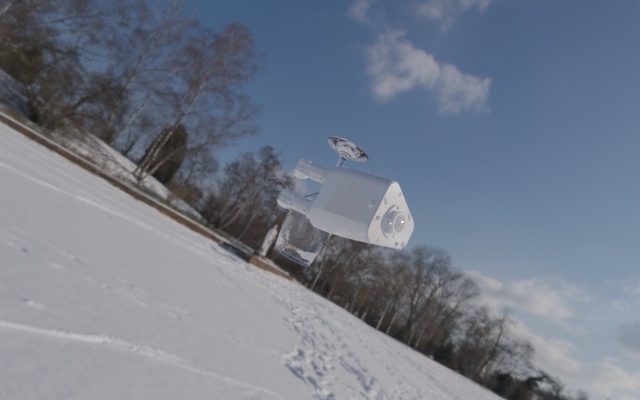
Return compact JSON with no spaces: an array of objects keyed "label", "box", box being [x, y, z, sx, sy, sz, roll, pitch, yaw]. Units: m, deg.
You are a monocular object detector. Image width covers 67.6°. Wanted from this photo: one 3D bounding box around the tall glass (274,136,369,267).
[{"label":"tall glass","box":[0.000,0.002,0.755,0.079,0.201,0.079,27,-12,6]}]
